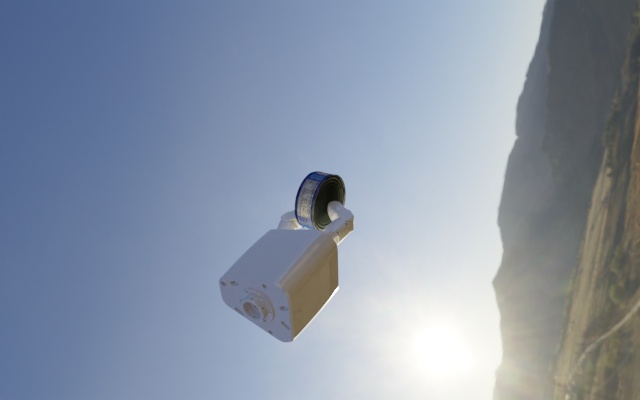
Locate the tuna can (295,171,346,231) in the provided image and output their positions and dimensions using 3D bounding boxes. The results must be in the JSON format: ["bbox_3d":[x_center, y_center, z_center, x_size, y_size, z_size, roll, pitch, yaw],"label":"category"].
[{"bbox_3d":[0.000,0.002,0.677,0.033,0.086,0.086,14,7,30],"label":"tuna can"}]
